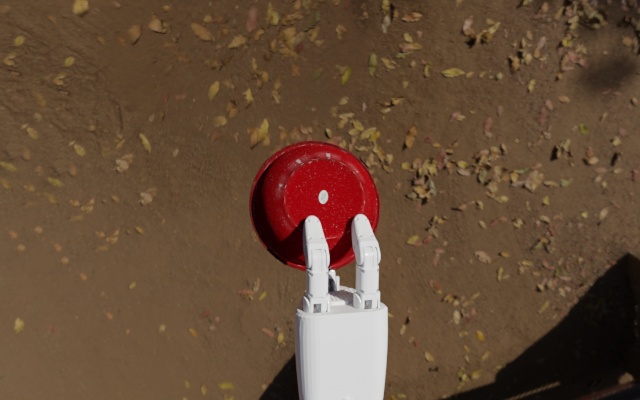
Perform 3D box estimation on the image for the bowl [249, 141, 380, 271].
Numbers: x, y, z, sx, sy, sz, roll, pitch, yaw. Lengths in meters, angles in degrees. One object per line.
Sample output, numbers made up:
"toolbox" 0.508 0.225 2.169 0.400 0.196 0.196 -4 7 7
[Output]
"bowl" 0.000 0.000 0.554 0.162 0.162 0.055 0 -9 -12
